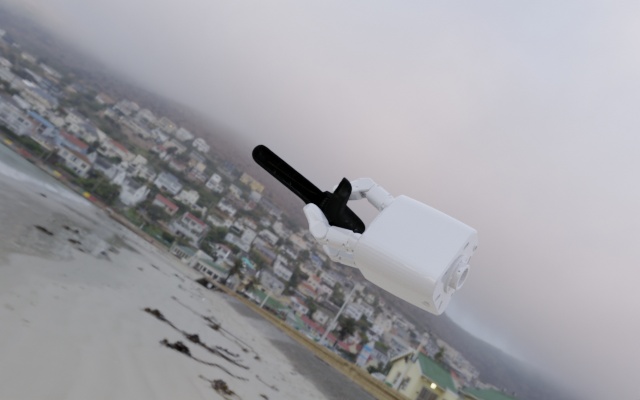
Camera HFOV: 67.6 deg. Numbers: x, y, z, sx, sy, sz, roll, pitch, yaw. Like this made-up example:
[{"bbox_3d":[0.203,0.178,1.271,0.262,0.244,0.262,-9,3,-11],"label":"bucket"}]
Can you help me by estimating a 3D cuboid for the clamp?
[{"bbox_3d":[0.001,0.002,0.658,0.164,0.036,0.210,28,-15,32],"label":"clamp"}]
